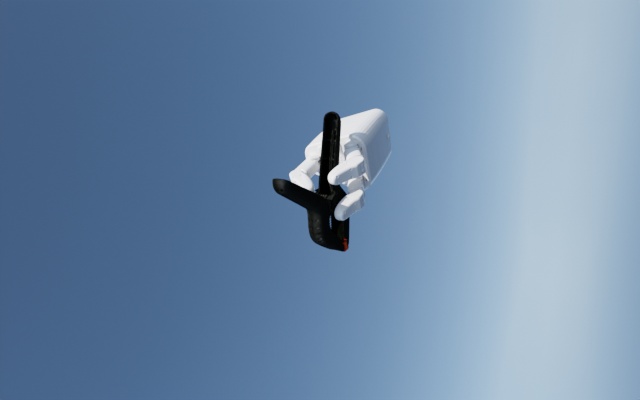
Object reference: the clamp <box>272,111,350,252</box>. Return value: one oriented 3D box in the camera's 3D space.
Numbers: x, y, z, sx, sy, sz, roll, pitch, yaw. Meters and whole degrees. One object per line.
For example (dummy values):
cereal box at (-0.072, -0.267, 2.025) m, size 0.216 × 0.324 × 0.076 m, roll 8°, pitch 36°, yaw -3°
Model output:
clamp at (0.000, 0.002, 0.678) m, size 0.036 × 0.210 × 0.164 m, roll 9°, pitch 39°, yaw 30°
